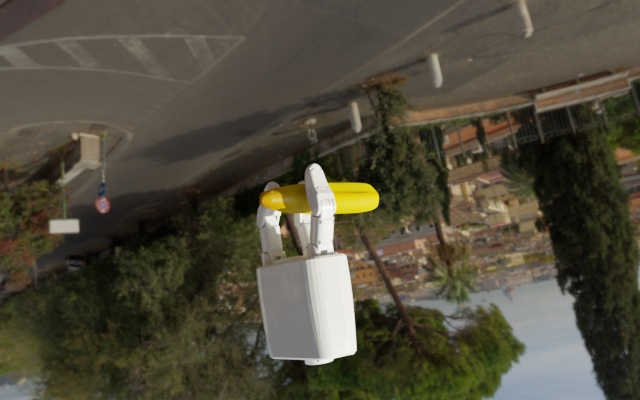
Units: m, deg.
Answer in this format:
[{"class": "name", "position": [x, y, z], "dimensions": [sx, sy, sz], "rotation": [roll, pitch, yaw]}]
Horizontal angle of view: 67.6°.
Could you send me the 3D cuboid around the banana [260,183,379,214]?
[{"class": "banana", "position": [0.017, -0.001, 0.579], "dimensions": [0.069, 0.037, 0.198], "rotation": [-11, -6, 37]}]
